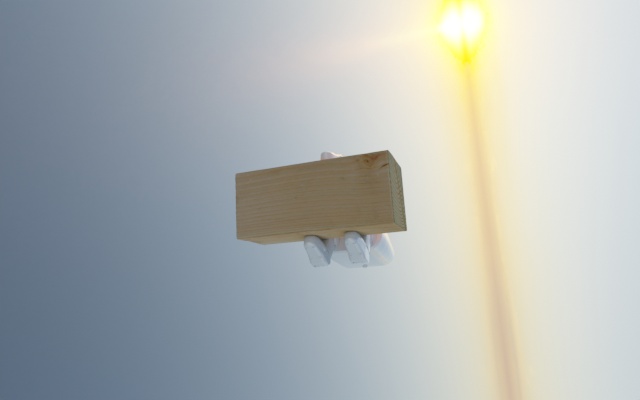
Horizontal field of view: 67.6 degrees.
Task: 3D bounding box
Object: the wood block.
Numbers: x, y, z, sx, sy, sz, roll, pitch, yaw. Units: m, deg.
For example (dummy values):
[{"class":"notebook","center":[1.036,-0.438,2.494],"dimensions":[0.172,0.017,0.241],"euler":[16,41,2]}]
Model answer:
[{"class":"wood block","center":[0.000,0.002,0.628],"dimensions":[0.206,0.090,0.090],"euler":[-7,-13,19]}]
